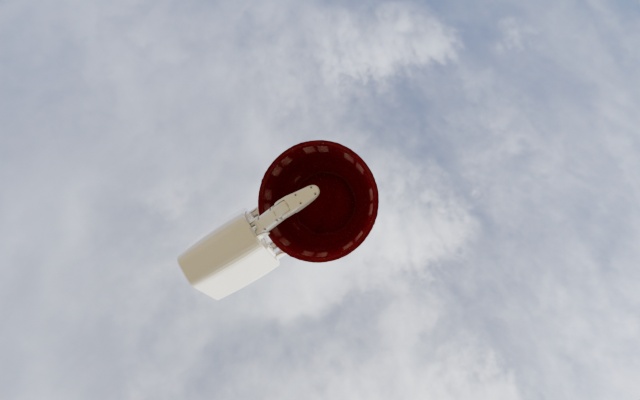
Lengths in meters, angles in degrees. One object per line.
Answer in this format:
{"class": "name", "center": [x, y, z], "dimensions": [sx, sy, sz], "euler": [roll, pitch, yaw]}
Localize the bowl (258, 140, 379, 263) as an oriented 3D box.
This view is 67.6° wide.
{"class": "bowl", "center": [0.001, 0.002, 0.648], "dimensions": [0.162, 0.162, 0.055], "euler": [0, -4, 11]}
